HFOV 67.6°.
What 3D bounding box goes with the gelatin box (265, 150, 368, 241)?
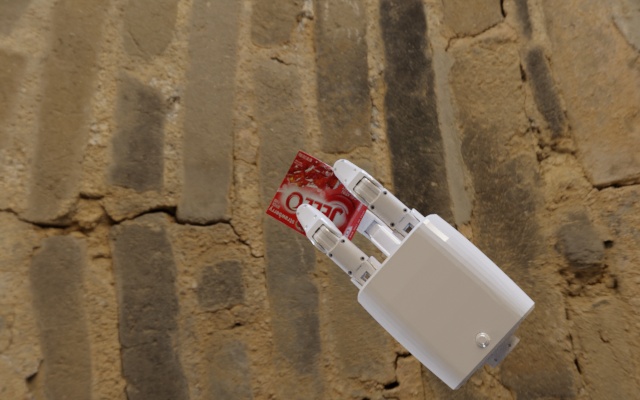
[{"bbox_3d":[0.000,0.001,0.472,0.089,0.073,0.030,29,1,28],"label":"gelatin box"}]
